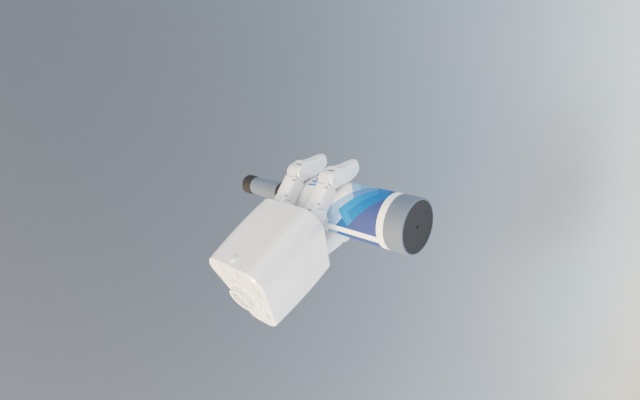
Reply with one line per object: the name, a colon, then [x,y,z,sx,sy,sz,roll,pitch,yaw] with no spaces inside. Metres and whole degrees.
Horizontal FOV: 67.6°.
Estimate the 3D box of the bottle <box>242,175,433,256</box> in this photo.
bottle: [0.000,0.002,0.622,0.295,0.069,0.069,14,9,41]
